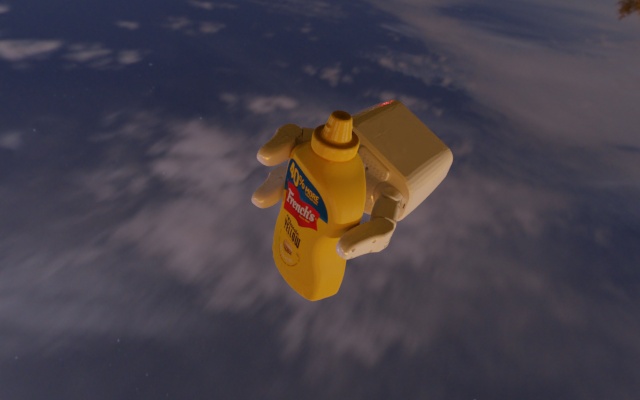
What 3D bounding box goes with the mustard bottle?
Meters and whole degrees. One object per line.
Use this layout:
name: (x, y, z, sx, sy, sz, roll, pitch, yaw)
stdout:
mustard bottle: (0.000, 0.002, 0.454, 0.058, 0.192, 0.096, -11, 46, -28)
